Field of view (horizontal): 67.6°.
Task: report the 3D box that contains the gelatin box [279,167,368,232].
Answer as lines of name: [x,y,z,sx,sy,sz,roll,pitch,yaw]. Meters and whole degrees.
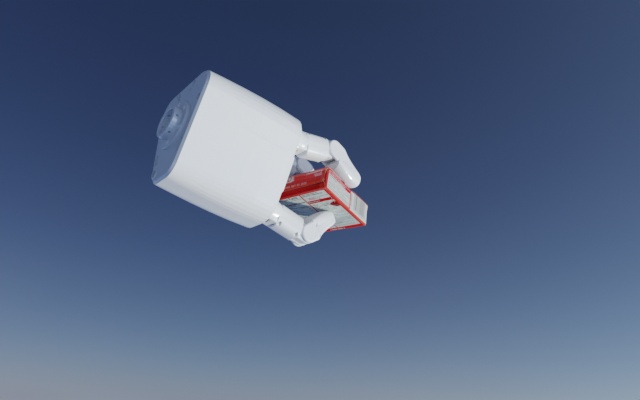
gelatin box: [0.000,0.002,0.537,0.073,0.030,0.089,-12,-36,33]
